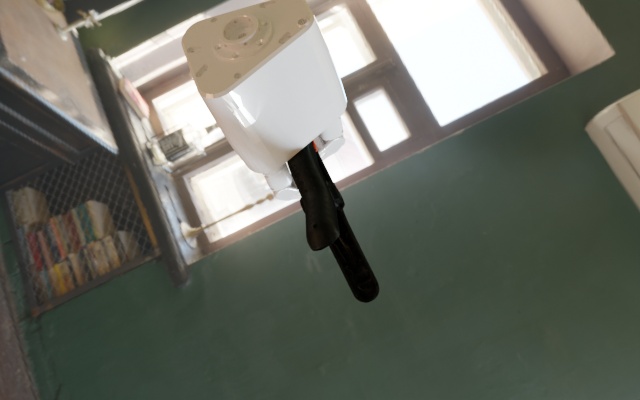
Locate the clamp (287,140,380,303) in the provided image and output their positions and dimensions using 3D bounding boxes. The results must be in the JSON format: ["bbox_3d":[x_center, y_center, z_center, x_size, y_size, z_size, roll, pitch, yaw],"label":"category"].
[{"bbox_3d":[0.001,0.001,0.428,0.039,0.171,0.120,-26,-31,2],"label":"clamp"}]
